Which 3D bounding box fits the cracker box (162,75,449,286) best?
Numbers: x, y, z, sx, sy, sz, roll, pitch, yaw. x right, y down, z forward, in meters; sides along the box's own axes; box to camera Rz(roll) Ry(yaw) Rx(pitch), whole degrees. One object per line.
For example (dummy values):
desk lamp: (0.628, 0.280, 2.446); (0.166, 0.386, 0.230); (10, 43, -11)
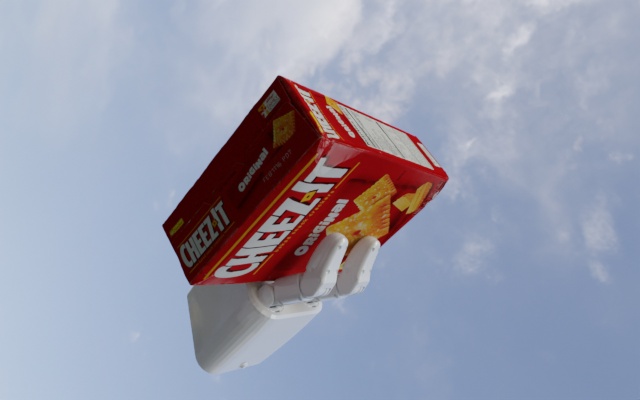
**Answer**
cracker box: (0.000, 0.001, 0.426); (0.164, 0.072, 0.214); (-47, -30, 23)
